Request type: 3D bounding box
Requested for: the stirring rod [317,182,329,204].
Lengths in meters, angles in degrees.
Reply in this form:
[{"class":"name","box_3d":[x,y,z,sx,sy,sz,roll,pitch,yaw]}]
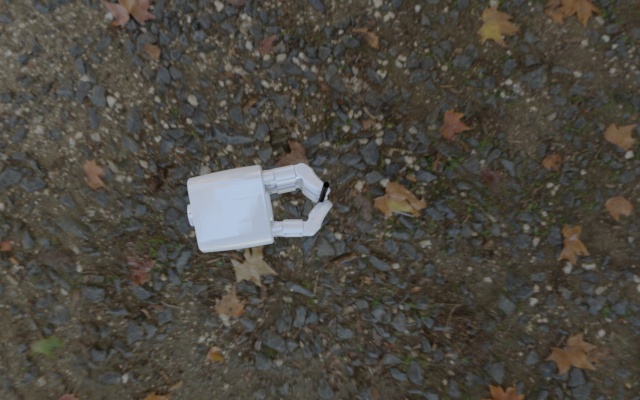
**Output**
[{"class":"stirring rod","box_3d":[0.000,0.002,0.718,0.011,0.011,0.239,0,-11,-3]}]
